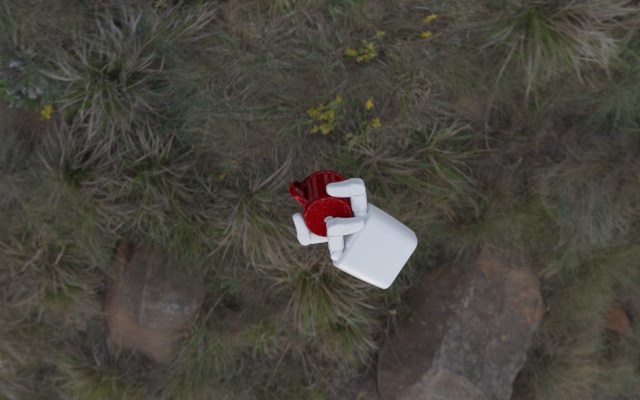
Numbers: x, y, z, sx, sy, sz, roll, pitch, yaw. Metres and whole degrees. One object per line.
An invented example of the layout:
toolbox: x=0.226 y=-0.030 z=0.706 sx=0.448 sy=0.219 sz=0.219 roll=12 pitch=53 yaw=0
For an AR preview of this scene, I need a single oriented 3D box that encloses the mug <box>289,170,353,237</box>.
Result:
mug: x=-0.001 y=0.002 z=0.800 sx=0.117 sy=0.093 sz=0.081 roll=29 pitch=25 yaw=-20
